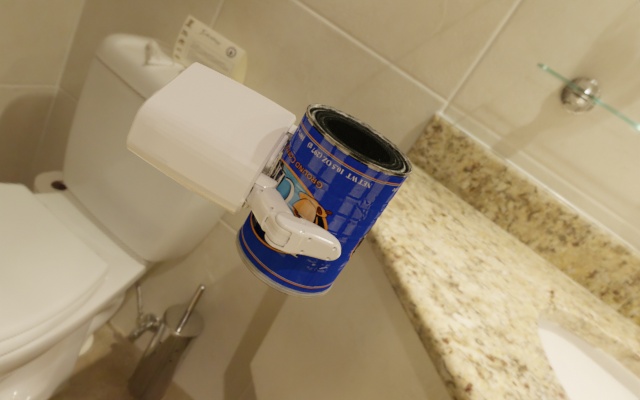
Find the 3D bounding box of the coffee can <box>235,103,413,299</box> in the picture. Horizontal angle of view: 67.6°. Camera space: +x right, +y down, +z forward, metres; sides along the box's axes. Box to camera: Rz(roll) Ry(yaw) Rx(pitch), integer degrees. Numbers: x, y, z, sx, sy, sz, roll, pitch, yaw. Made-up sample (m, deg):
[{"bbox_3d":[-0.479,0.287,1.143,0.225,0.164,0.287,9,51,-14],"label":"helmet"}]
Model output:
[{"bbox_3d":[0.000,0.002,0.425,0.103,0.140,0.102,26,25,-13],"label":"coffee can"}]
